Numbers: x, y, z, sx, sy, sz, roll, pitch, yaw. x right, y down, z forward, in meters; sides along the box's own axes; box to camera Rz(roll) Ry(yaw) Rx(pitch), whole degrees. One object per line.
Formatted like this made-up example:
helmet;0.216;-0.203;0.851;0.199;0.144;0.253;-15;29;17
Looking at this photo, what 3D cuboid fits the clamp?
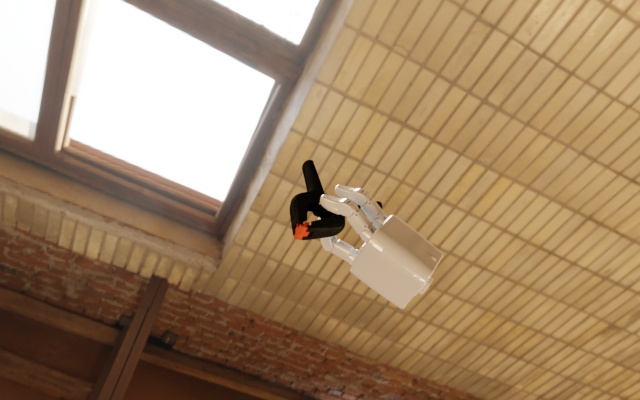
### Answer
clamp;0.000;0.004;0.795;0.164;0.036;0.210;35;32;13
